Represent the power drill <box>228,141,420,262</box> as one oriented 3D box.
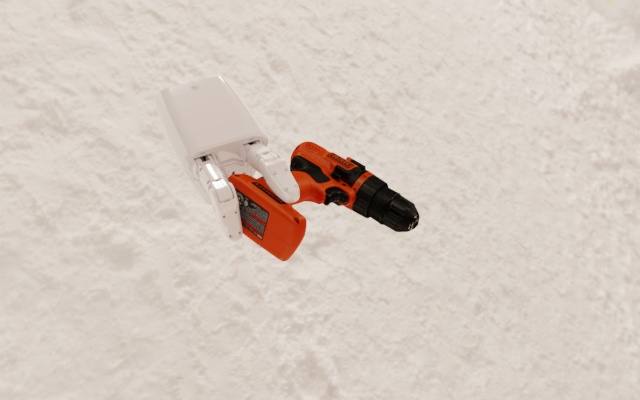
[{"bbox_3d":[0.000,0.002,0.537,0.184,0.057,0.187,31,31,26],"label":"power drill"}]
